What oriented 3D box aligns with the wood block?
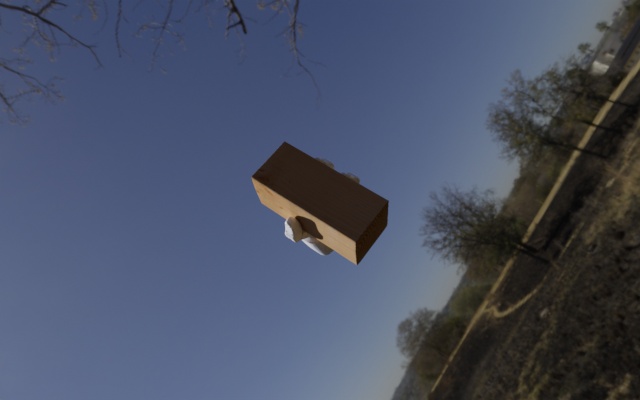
[{"bbox_3d":[0.000,0.003,0.783,0.206,0.090,0.090,31,-23,21],"label":"wood block"}]
